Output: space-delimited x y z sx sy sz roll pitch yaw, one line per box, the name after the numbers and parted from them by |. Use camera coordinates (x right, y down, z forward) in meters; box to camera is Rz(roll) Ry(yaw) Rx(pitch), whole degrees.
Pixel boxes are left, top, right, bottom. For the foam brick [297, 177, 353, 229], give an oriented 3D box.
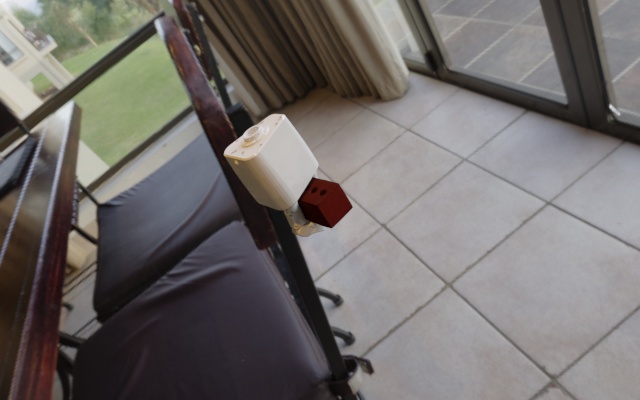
0.000 0.003 0.755 0.053 0.051 0.078 -46 34 -22 | foam brick
